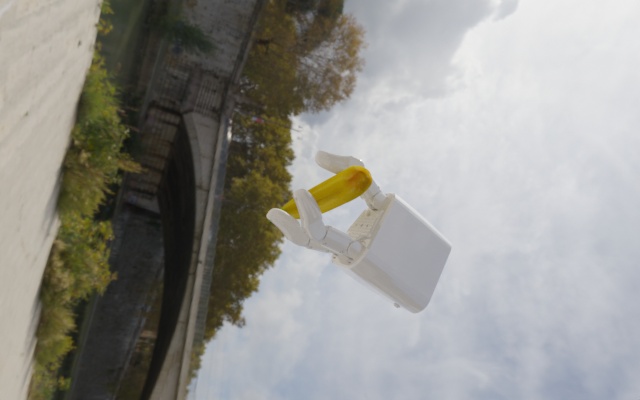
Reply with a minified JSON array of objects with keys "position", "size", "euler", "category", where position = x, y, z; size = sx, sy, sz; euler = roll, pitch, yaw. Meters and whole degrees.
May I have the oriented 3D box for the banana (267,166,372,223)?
[{"position":[0.010,-0.006,0.572],"size":[0.069,0.037,0.198],"euler":[-34,4,-37],"category":"banana"}]
